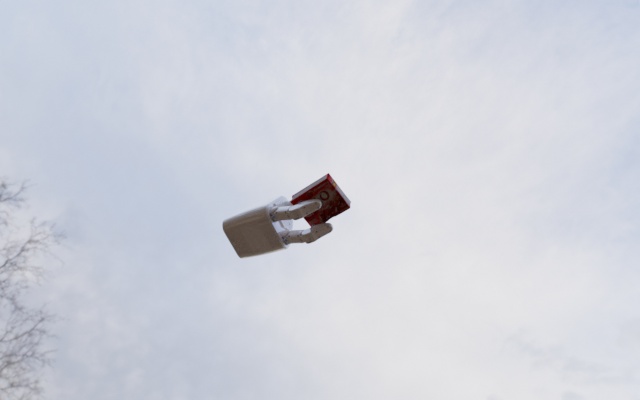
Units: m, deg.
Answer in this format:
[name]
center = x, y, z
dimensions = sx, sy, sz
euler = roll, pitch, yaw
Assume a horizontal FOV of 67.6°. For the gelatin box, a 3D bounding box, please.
[gelatin box]
center = 0.000, 0.003, 0.884
dimensions = 0.089, 0.073, 0.030
euler = -31, 19, 20
